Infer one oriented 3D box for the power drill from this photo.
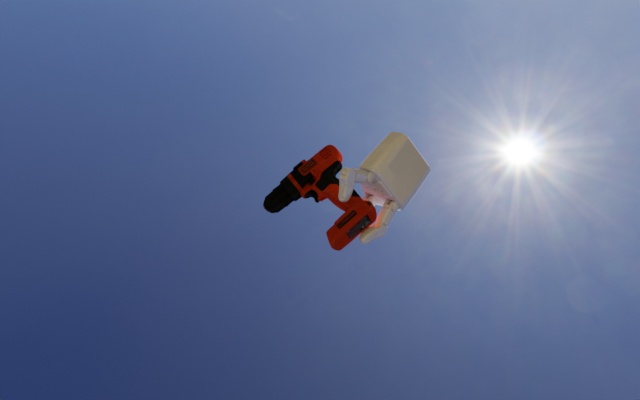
[{"bbox_3d":[0.001,0.003,0.899,0.184,0.187,0.057,-40,-31,0],"label":"power drill"}]
